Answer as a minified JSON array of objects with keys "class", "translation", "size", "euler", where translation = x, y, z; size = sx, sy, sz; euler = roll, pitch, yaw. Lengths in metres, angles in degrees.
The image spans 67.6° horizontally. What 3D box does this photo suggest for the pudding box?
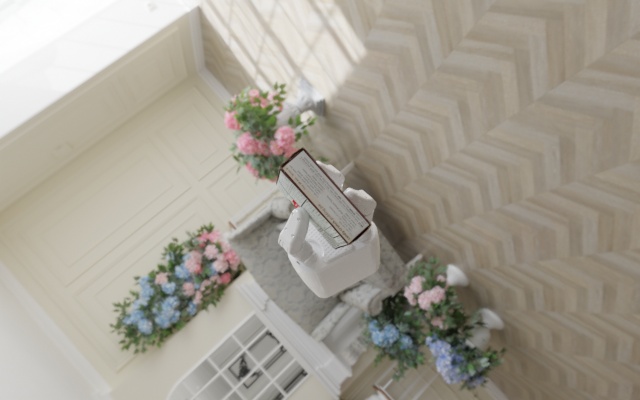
[{"class":"pudding box","translation":[0.000,0.002,0.537],"size":[0.039,0.113,0.090],"euler":[-43,-1,-13]}]
